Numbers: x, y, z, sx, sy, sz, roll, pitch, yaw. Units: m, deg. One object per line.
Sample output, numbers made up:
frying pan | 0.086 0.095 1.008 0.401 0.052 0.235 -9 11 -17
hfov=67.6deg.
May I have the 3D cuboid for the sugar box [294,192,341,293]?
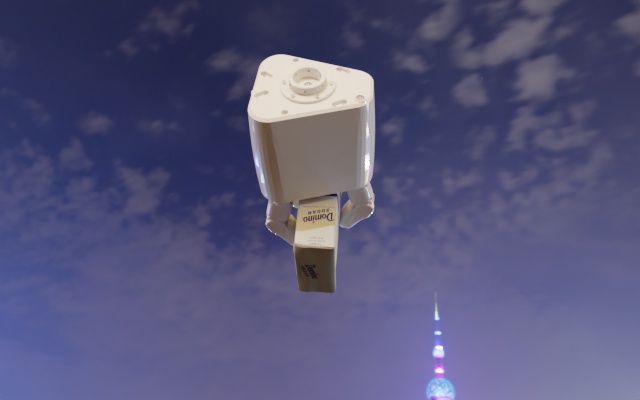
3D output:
sugar box | 0.000 0.002 0.525 0.048 0.176 0.093 4 -38 5
